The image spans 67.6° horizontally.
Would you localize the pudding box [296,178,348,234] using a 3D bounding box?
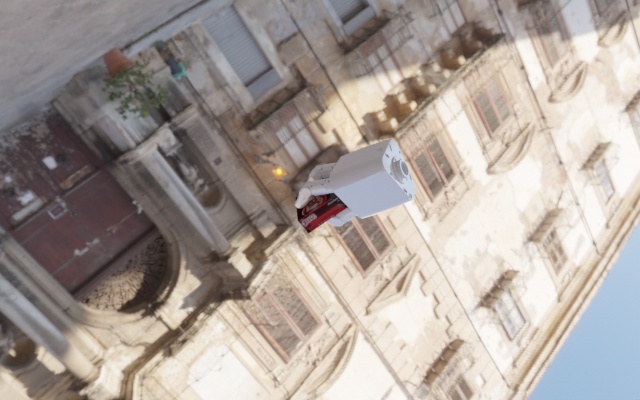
[{"bbox_3d":[0.000,0.003,0.893,0.090,0.039,0.113,-33,20,9],"label":"pudding box"}]
